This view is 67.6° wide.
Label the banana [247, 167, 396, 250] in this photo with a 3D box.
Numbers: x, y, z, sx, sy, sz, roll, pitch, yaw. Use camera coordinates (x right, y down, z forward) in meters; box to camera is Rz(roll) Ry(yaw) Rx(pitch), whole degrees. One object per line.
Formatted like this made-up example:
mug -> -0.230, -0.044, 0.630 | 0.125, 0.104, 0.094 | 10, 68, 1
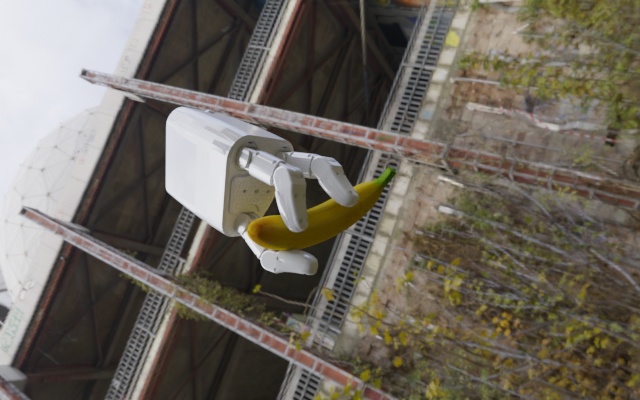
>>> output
banana -> -0.001, 0.015, 0.500 | 0.197, 0.070, 0.037 | -25, 51, -38
